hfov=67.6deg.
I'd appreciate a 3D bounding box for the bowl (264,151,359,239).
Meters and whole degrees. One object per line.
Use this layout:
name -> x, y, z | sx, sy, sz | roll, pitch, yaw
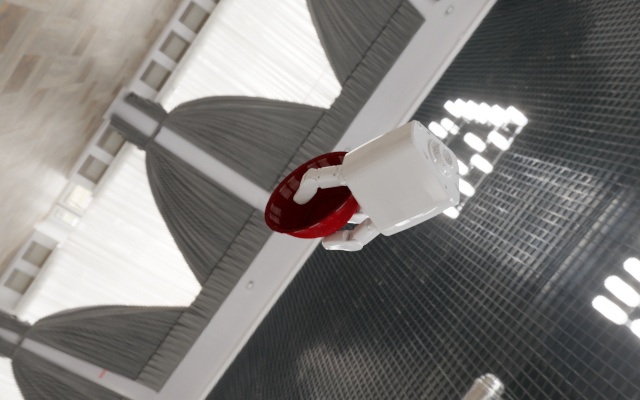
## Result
bowl -> -0.001, 0.003, 0.692 | 0.162, 0.162, 0.055 | 0, -43, 42
